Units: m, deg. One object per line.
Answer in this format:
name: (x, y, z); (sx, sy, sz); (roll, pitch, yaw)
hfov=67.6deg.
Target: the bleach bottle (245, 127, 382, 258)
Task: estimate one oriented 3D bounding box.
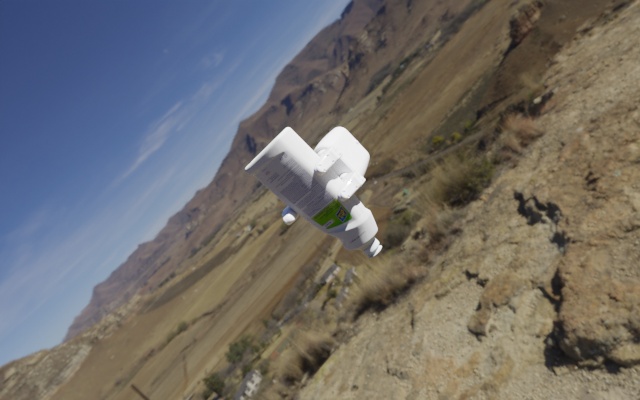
bleach bottle: (0.000, 0.003, 0.785); (0.102, 0.251, 0.068); (-39, 11, 30)
